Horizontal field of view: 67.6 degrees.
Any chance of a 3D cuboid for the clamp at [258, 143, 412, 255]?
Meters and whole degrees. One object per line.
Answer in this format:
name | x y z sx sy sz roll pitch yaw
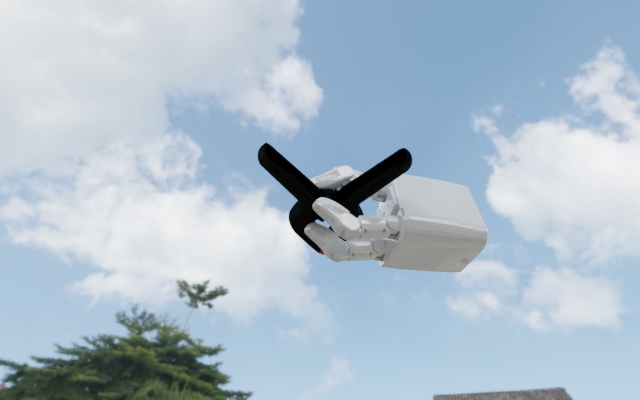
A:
clamp | 0.000 0.002 0.577 0.164 0.036 0.210 7 -36 -9
